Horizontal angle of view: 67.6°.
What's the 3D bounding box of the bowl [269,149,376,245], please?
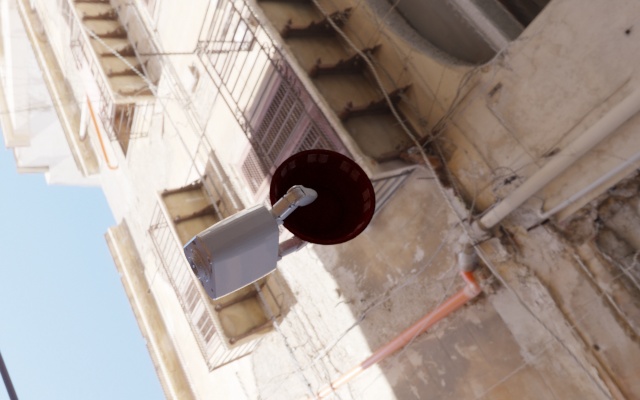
[{"bbox_3d":[0.001,0.002,0.736,0.162,0.162,0.055,0,-26,-11],"label":"bowl"}]
